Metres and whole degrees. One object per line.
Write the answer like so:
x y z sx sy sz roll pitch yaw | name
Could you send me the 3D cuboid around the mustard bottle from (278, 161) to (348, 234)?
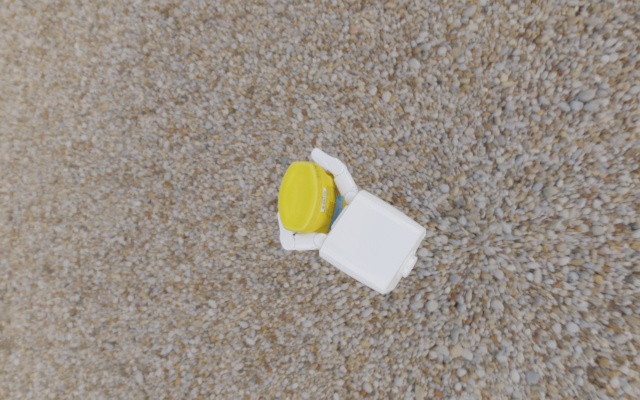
0.000 0.002 0.720 0.058 0.096 0.191 4 -4 19 | mustard bottle
